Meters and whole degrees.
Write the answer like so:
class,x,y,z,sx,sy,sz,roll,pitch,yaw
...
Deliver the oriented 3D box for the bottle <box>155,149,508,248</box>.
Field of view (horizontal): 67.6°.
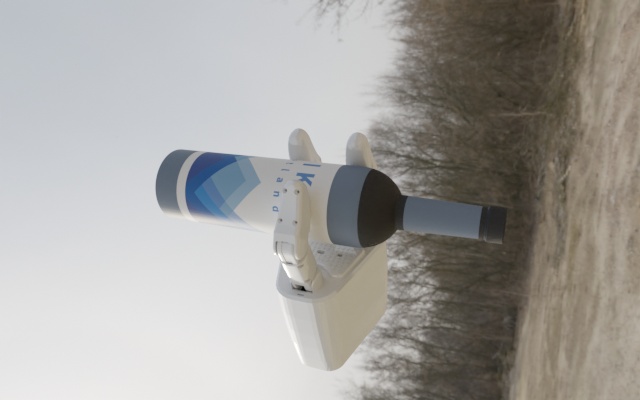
class,x,y,z,sx,sy,sz,roll,pitch,yaw
bottle,0.000,0.001,0.404,0.295,0.069,0.069,7,3,21
